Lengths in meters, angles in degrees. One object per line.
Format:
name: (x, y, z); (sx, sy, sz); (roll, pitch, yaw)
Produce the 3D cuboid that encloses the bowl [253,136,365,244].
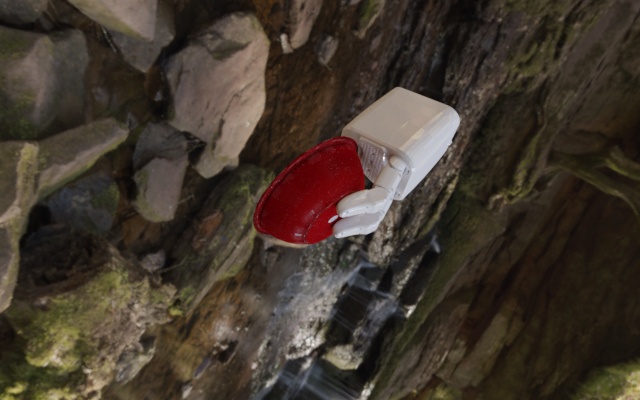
bowl: (-0.001, 0.003, 0.572); (0.055, 0.162, 0.162); (48, 21, 21)
